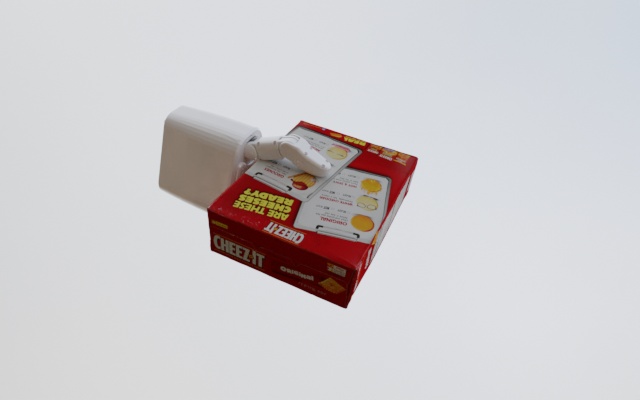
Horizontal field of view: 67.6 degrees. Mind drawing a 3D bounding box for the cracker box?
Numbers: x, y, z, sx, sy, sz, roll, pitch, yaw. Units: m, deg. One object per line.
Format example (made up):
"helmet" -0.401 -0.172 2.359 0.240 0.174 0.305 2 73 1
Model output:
"cracker box" 0.000 0.002 0.547 0.164 0.072 0.213 20 41 15
